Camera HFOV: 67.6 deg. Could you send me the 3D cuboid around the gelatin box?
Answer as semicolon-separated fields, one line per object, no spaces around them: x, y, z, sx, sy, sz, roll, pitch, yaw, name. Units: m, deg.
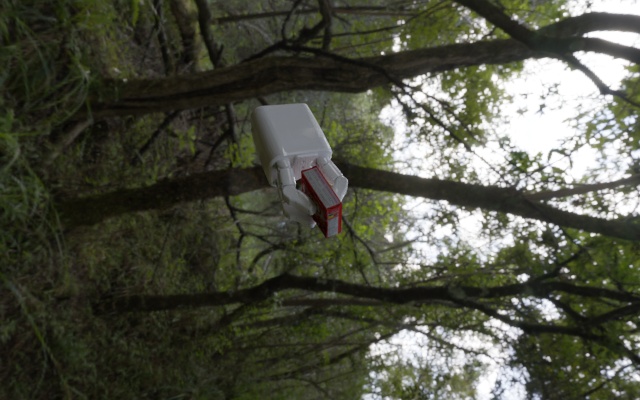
0.001;0.002;0.737;0.030;0.089;0.073;-22;-36;-17;gelatin box
